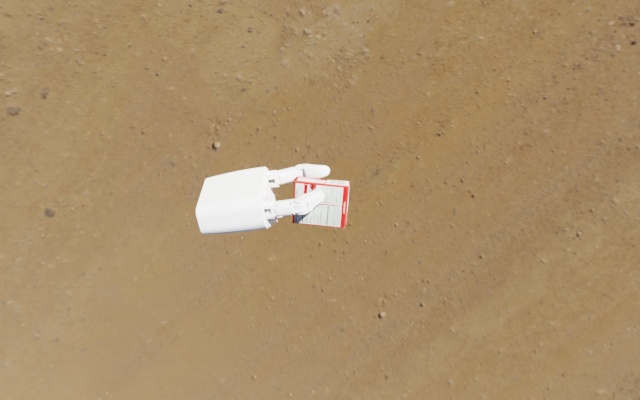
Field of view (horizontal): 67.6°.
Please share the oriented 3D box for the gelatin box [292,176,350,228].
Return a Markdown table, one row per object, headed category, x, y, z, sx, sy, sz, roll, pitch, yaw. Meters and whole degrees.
| category | x | y | z | sx | sy | sz | roll | pitch | yaw |
| --- | --- | --- | --- | --- | --- | --- | --- | --- | --- |
| gelatin box | 0.000 | 0.003 | 0.772 | 0.089 | 0.073 | 0.030 | 6 | 21 | 6 |
